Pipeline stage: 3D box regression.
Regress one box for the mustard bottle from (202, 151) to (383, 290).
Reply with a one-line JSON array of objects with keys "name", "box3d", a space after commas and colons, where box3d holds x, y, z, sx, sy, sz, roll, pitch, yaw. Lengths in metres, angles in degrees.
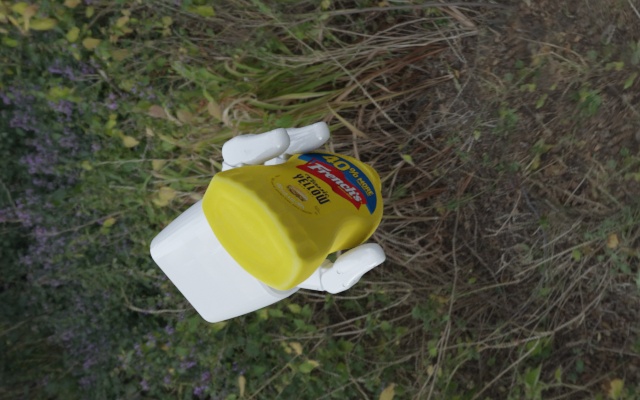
[{"name": "mustard bottle", "box3d": [0.000, 0.001, 0.403, 0.096, 0.058, 0.191, 42, 32, 17]}]
